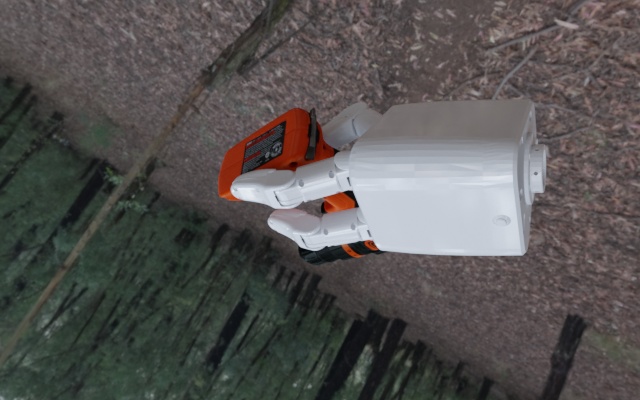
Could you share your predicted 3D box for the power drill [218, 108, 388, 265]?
[{"bbox_3d":[0.000,0.001,0.455,0.184,0.057,0.188,-26,-40,36],"label":"power drill"}]
